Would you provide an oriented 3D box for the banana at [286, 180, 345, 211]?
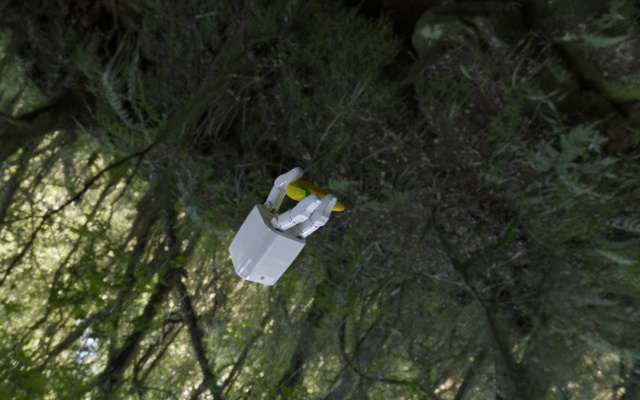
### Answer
[{"bbox_3d":[-0.015,-0.008,0.887,0.069,0.037,0.198,35,8,22],"label":"banana"}]
